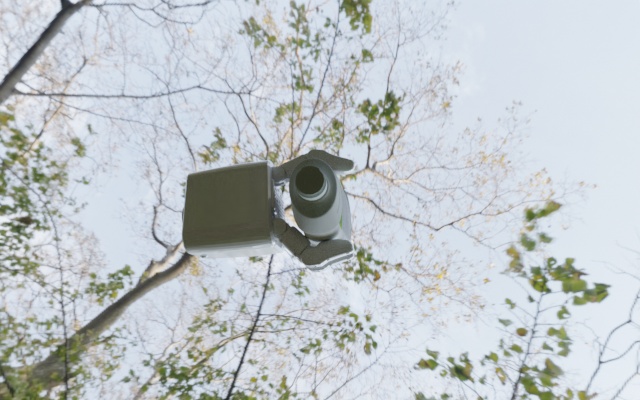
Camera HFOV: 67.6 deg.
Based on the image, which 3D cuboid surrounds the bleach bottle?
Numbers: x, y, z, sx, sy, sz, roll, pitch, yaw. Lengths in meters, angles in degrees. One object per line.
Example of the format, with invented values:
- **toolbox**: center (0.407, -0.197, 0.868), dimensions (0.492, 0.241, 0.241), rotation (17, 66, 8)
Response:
- **bleach bottle**: center (0.000, 0.002, 0.573), dimensions (0.068, 0.102, 0.251), rotation (-7, -14, 4)
